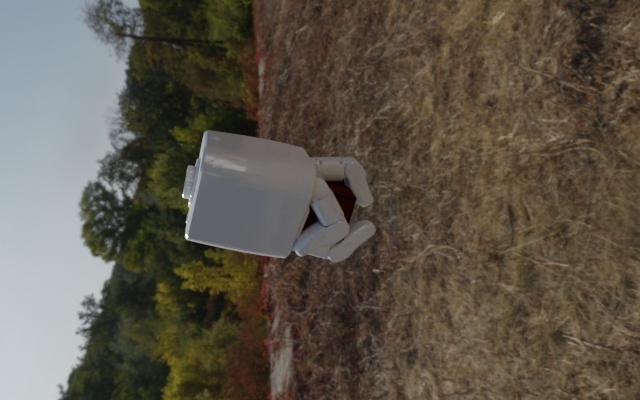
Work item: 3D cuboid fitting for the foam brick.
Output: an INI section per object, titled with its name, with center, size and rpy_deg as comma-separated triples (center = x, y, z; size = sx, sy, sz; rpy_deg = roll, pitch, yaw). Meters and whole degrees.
[foam brick]
center = 0.000, 0.002, 0.528
size = 0.051, 0.053, 0.078
rpy_deg = 10, 19, -16
